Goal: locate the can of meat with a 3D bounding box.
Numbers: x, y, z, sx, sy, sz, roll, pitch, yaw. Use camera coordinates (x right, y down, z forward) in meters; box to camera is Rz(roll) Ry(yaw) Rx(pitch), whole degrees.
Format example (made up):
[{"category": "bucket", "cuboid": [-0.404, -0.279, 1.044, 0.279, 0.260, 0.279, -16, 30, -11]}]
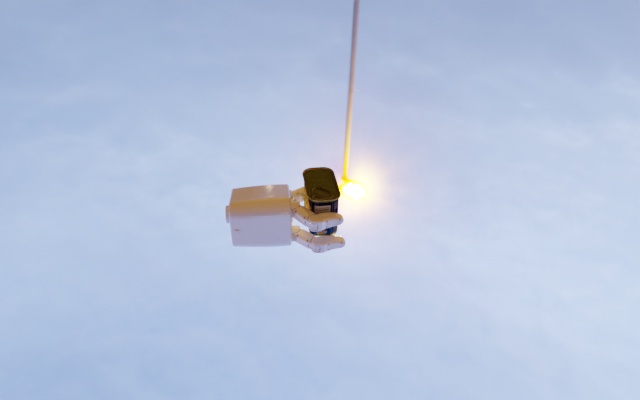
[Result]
[{"category": "can of meat", "cuboid": [0.000, 0.003, 0.851, 0.057, 0.084, 0.102, -5, 37, -8]}]
